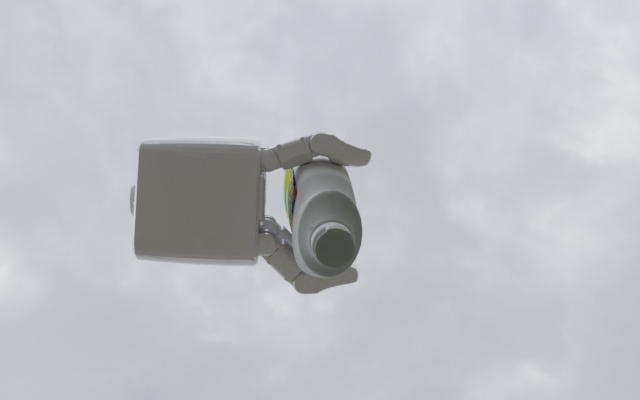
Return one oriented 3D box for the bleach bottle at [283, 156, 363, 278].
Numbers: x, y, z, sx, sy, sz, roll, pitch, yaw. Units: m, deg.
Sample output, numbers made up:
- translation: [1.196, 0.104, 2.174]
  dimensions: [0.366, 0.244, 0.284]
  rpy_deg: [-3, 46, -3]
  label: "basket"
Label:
- translation: [0.000, 0.002, 0.448]
  dimensions: [0.068, 0.102, 0.250]
  rpy_deg: [3, 10, -5]
  label: "bleach bottle"
